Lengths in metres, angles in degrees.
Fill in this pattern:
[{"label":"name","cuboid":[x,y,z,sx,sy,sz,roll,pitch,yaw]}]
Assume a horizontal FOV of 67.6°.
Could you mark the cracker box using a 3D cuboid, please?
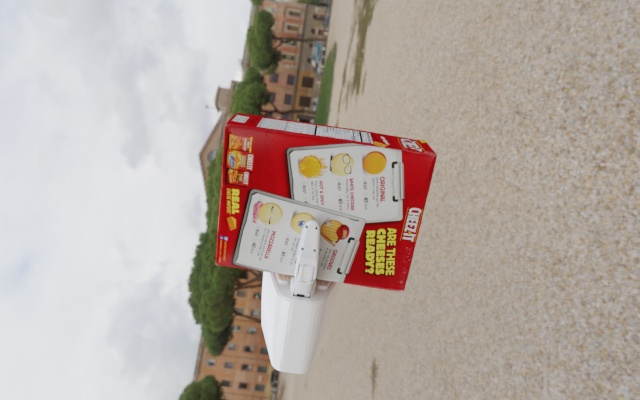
[{"label":"cracker box","cuboid":[0.000,0.002,0.527,0.214,0.164,0.072,8,23,-2]}]
